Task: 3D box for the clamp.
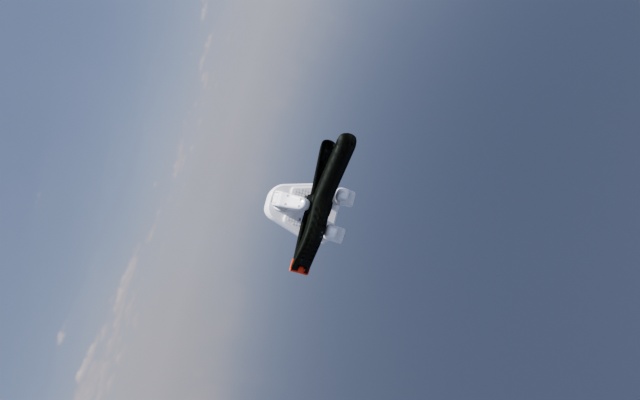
[{"bbox_3d":[-0.001,0.002,0.670,0.036,0.210,0.164,16,-5,-8],"label":"clamp"}]
